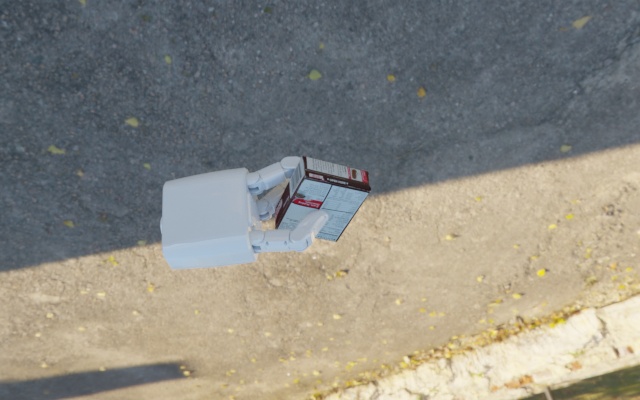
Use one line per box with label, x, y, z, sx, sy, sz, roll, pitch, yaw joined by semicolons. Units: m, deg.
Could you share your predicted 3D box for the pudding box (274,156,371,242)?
pudding box;0.000;0.002;0.606;0.090;0.039;0.114;11;-41;-19
